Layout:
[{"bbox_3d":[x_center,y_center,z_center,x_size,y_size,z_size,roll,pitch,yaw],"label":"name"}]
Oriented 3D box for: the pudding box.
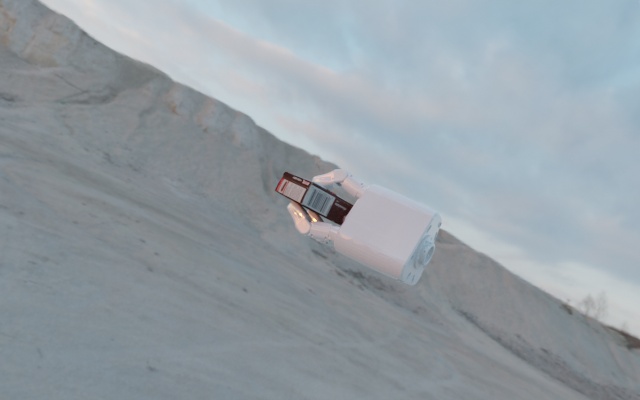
[{"bbox_3d":[0.000,0.002,0.718,0.113,0.039,0.090,31,-4,-33],"label":"pudding box"}]
